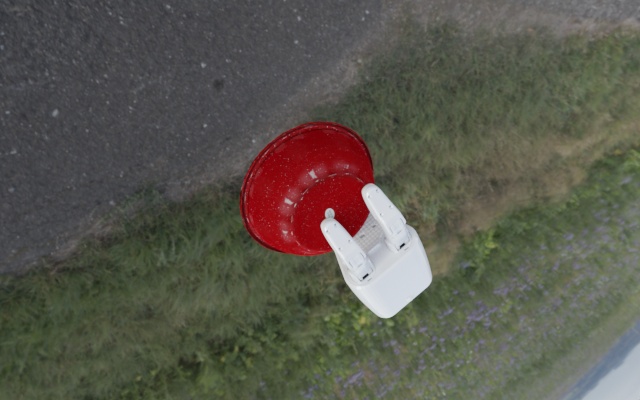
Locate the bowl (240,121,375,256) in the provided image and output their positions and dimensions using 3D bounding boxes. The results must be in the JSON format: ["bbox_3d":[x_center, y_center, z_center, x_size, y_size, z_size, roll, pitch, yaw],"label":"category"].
[{"bbox_3d":[-0.001,0.001,0.504,0.162,0.162,0.055,0,28,-30],"label":"bowl"}]
